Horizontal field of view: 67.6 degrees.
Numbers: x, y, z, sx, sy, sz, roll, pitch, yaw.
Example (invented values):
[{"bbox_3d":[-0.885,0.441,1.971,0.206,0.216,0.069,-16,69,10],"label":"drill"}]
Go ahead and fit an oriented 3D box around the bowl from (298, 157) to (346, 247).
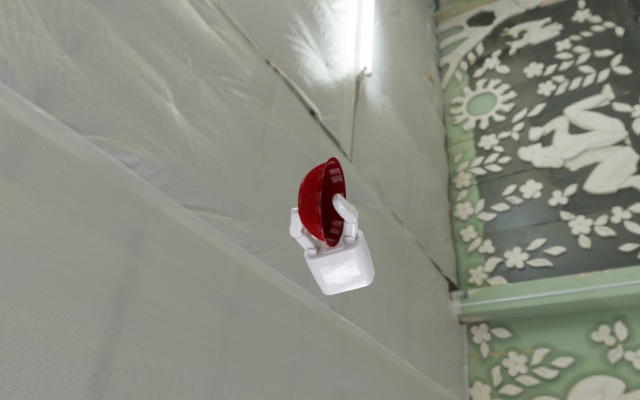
[{"bbox_3d":[0.000,0.002,0.861,0.055,0.162,0.162,1,0,18],"label":"bowl"}]
